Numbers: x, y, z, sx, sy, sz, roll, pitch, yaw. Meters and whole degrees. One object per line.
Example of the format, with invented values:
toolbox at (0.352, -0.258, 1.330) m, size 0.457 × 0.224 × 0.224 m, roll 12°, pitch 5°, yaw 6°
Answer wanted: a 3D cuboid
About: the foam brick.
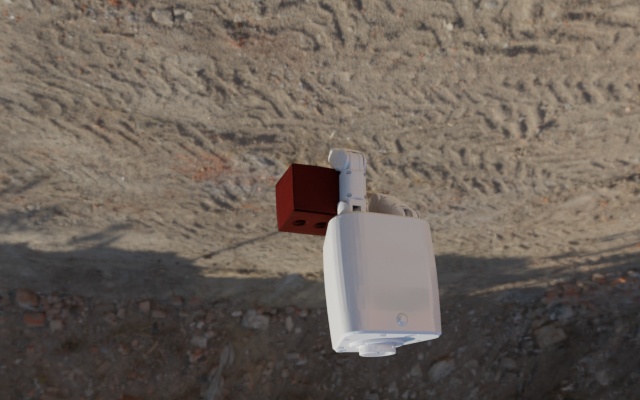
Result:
foam brick at (0.000, 0.001, 0.470) m, size 0.078 × 0.051 × 0.053 m, roll 7°, pitch -26°, yaw -20°
